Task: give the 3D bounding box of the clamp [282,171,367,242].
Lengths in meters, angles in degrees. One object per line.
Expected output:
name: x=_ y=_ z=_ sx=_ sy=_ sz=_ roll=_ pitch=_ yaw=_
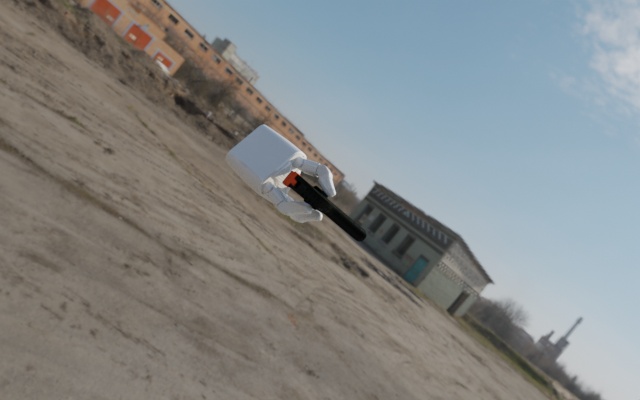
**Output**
clamp: x=0.000 y=0.002 z=0.852 sx=0.164 sy=0.036 sz=0.210 roll=40 pitch=1 yaw=25
